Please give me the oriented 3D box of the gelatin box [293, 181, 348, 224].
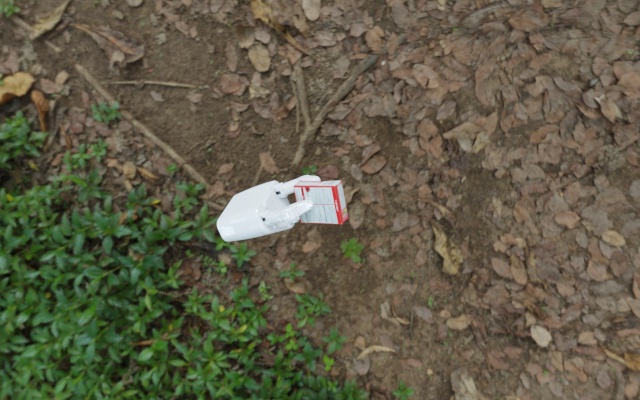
[{"bbox_3d":[0.000,0.003,0.849,0.089,0.073,0.030,1,23,31],"label":"gelatin box"}]
